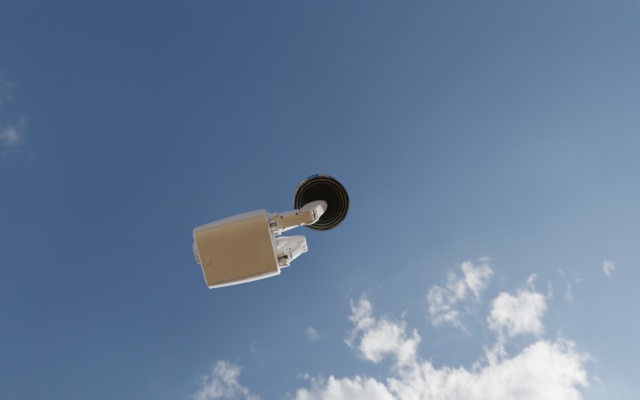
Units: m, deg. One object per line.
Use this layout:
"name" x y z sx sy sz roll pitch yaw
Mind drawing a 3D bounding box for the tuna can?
"tuna can" 0.000 0.002 0.742 0.086 0.086 0.033 0 11 -7
